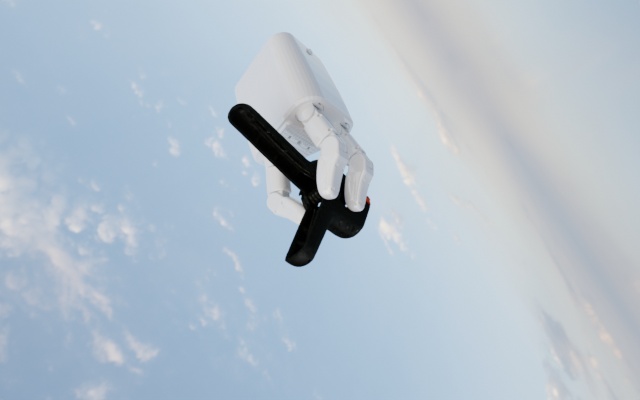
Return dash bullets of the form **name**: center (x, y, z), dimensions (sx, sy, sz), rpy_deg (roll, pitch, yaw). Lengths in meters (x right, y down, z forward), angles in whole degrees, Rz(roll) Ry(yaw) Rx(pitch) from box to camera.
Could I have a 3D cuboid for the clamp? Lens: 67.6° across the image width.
- **clamp**: center (0.000, 0.002, 0.488), dimensions (0.036, 0.164, 0.210), rpy_deg (-32, -29, 22)
